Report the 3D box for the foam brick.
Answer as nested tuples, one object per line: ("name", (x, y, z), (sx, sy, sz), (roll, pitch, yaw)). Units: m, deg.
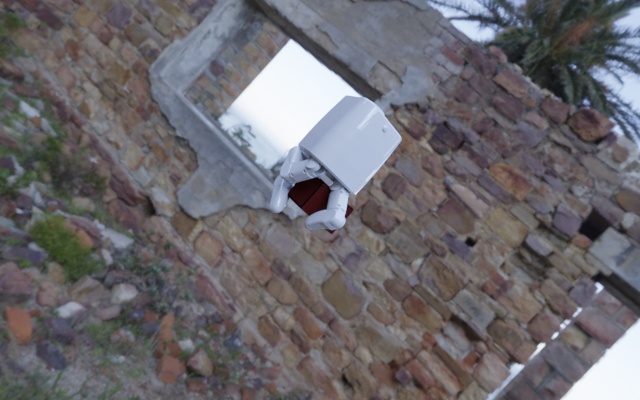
("foam brick", (0.000, 0.002, 0.703), (0.078, 0.051, 0.053), (42, 0, -38))
